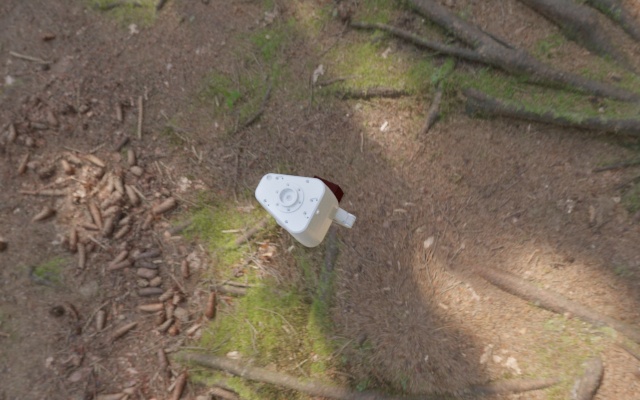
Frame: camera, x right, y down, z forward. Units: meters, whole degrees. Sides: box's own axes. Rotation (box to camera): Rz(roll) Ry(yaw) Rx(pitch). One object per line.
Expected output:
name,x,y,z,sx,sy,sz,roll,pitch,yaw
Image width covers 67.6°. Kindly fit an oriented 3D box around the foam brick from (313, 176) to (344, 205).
foam brick,0.000,0.003,0.872,0.053,0.078,0.051,24,-9,19
